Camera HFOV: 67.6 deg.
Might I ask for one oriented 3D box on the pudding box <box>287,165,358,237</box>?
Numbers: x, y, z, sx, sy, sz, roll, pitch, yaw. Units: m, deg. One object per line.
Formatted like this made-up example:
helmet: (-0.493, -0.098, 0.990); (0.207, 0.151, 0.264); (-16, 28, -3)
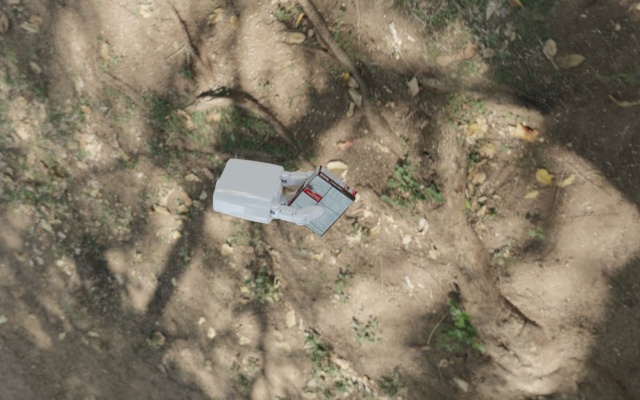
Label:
pudding box: (0.000, 0.003, 0.897); (0.090, 0.113, 0.039); (35, 32, -11)
